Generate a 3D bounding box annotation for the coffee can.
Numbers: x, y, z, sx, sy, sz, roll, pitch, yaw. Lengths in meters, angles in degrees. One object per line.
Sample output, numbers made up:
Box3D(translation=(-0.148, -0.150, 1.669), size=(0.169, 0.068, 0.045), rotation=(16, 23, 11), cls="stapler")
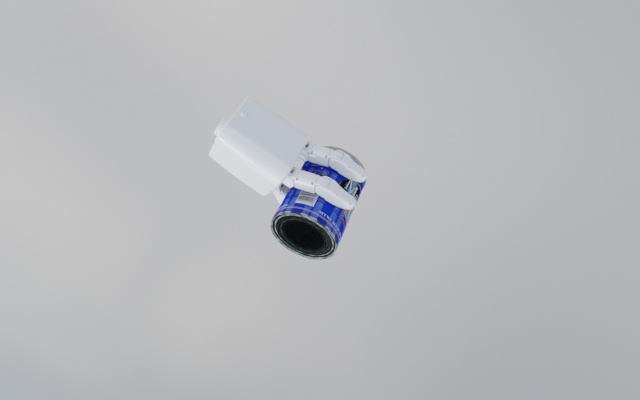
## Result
Box3D(translation=(0.000, 0.002, 0.716), size=(0.103, 0.140, 0.103), rotation=(16, -38, 13), cls="coffee can")
